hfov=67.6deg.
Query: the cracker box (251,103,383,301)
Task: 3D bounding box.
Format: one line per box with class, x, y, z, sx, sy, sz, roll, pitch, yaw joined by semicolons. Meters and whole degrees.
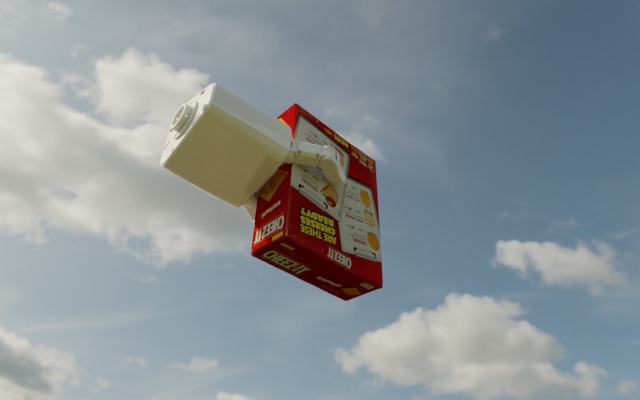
cracker box;0.000;0.002;0.626;0.164;0.213;0.072;32;-46;-33
